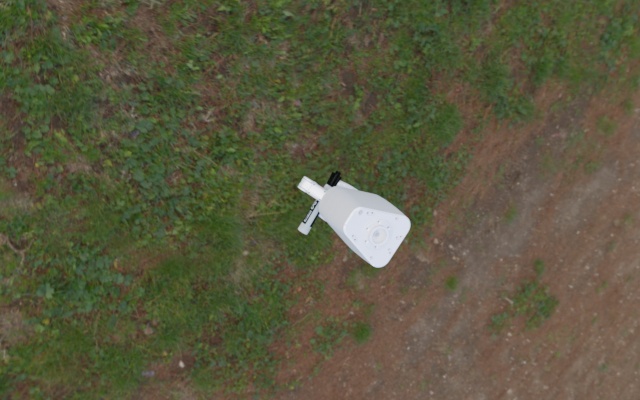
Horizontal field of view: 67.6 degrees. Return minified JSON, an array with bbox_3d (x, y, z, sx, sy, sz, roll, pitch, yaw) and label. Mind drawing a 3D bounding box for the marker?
[{"bbox_3d":[0.000,0.003,0.816,0.020,0.121,0.020,31,5,-3],"label":"marker"}]
